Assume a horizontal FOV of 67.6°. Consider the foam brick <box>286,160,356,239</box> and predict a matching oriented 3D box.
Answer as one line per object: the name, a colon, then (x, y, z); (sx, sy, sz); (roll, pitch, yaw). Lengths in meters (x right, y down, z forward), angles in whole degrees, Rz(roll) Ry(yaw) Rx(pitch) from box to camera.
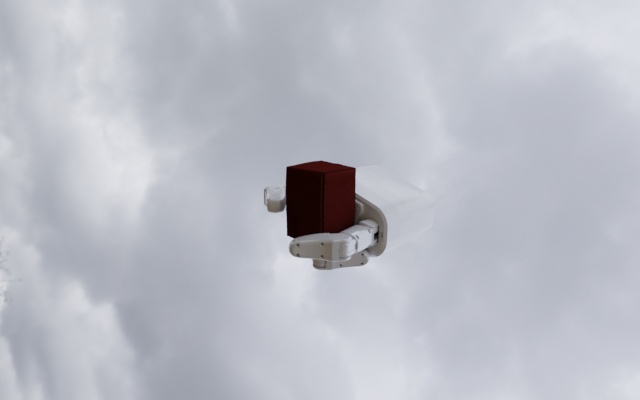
foam brick: (0.000, 0.001, 0.491); (0.053, 0.078, 0.051); (16, 22, 41)
